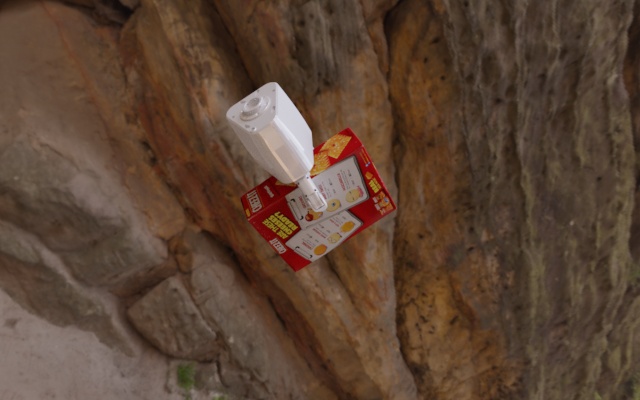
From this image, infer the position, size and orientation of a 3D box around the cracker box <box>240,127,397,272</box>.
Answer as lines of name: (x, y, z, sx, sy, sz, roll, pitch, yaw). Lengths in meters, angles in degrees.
cracker box: (0.000, 0.003, 0.805, 0.214, 0.164, 0.072, -32, 42, 3)
